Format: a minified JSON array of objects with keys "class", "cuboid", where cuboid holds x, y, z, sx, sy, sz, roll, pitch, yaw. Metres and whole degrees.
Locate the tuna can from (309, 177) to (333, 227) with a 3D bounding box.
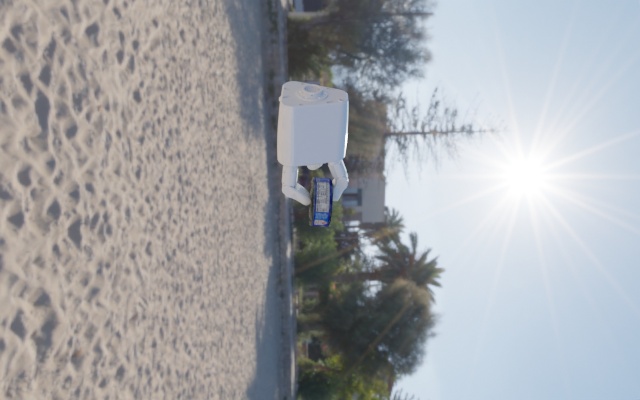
[{"class":"tuna can","cuboid":[0.001,0.003,0.830,0.034,0.086,0.086,3,0,-6]}]
